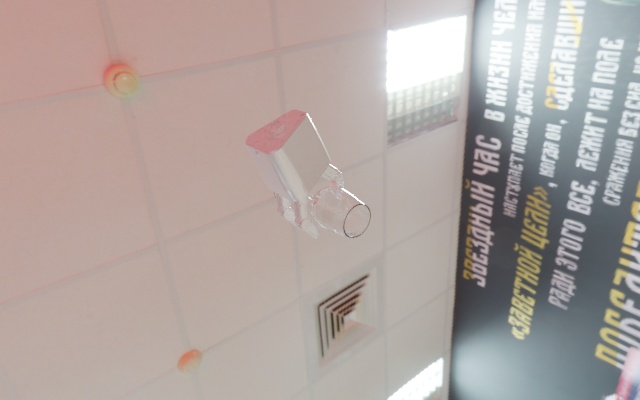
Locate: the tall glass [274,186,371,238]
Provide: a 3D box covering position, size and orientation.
[{"bbox_3d":[0.000,0.003,0.867,0.079,0.079,0.201,0,19,-41],"label":"tall glass"}]
